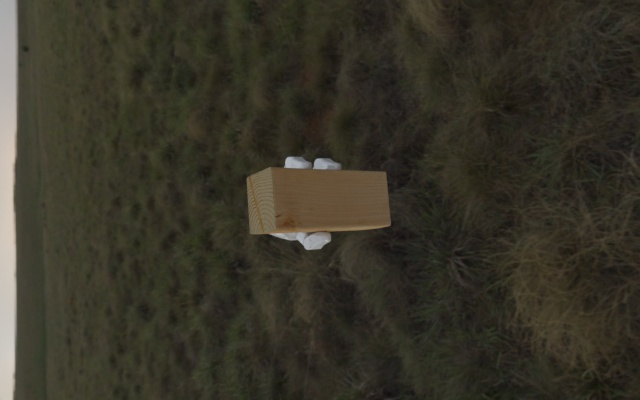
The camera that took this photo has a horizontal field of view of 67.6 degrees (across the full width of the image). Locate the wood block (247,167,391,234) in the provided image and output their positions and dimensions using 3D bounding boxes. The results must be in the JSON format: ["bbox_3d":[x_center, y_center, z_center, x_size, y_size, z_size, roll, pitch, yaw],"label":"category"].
[{"bbox_3d":[0.000,0.003,0.745,0.206,0.091,0.090,0,-7,-32],"label":"wood block"}]
